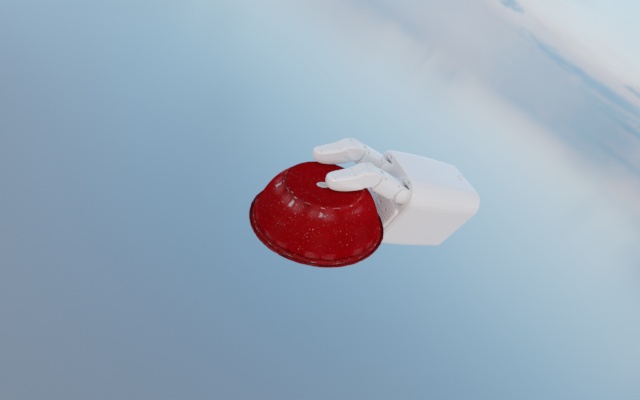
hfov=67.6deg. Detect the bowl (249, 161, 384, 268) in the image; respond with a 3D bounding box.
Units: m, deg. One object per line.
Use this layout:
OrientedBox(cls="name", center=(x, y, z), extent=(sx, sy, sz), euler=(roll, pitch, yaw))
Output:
OrientedBox(cls="bowl", center=(-0.001, 0.002, 0.550), extent=(0.162, 0.055, 0.162), euler=(7, 37, -5))
